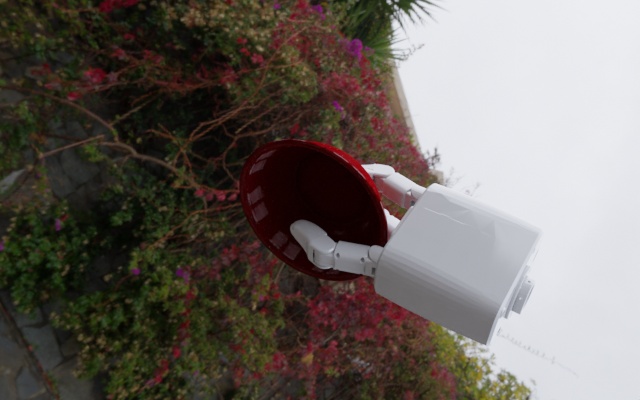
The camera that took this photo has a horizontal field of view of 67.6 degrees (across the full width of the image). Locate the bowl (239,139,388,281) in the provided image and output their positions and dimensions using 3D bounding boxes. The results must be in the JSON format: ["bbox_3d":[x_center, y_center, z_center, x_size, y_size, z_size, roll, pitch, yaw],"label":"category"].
[{"bbox_3d":[-0.001,0.001,0.479,0.162,0.162,0.055,0,32,31],"label":"bowl"}]
